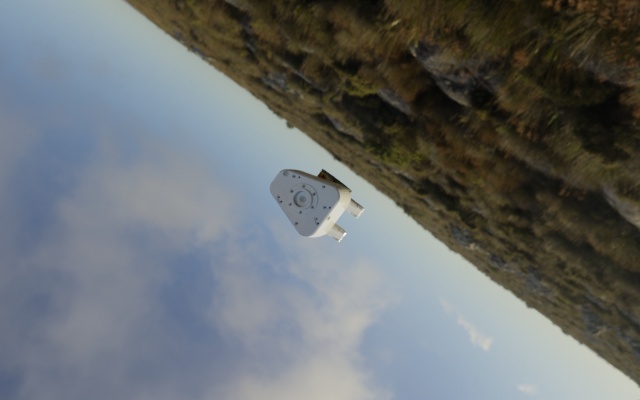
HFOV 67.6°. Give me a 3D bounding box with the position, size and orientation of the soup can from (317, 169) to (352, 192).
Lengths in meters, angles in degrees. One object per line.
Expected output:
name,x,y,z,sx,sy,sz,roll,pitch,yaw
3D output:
soup can,0.000,0.003,0.869,0.068,0.102,0.068,36,6,-4
